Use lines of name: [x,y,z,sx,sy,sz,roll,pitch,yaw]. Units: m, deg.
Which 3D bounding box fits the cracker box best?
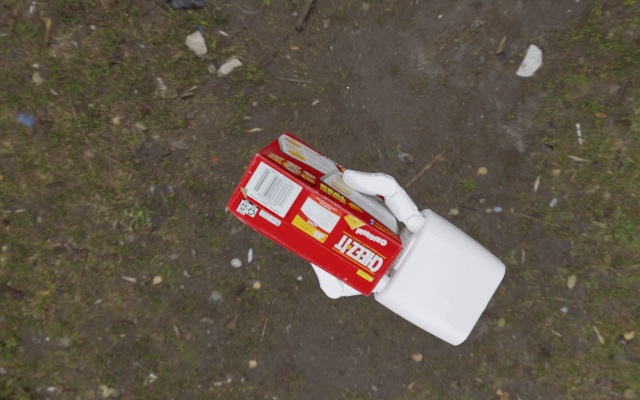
cracker box: [0.000,0.002,0.545,0.164,0.072,0.213,32,13,-4]
